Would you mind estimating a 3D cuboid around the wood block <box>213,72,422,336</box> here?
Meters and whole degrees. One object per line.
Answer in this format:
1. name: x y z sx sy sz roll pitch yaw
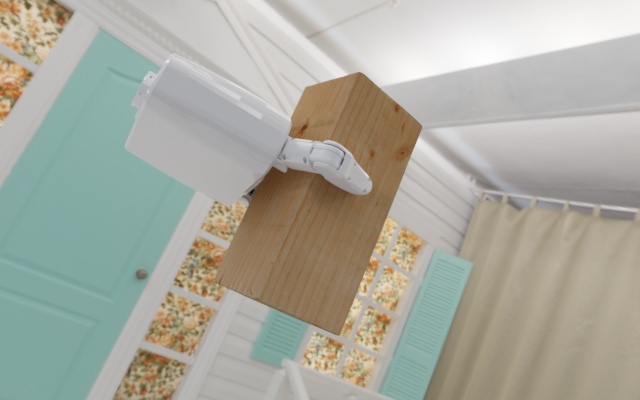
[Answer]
1. wood block: 0.000 0.001 0.433 0.090 0.206 0.091 32 -16 -32
